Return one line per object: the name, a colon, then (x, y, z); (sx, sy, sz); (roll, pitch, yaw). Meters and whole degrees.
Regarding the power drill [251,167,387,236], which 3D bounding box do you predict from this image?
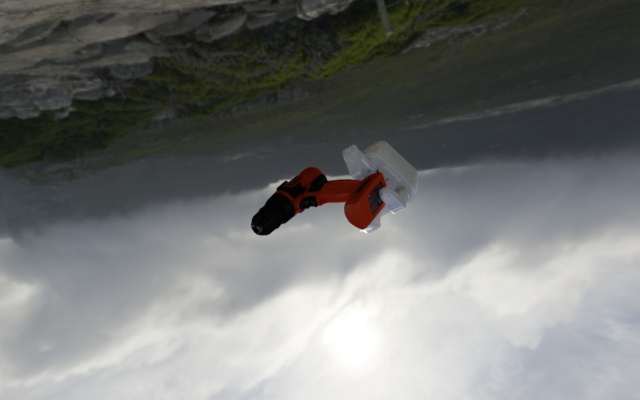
power drill: (0.001, 0.002, 0.774); (0.187, 0.057, 0.184); (5, 35, 35)
